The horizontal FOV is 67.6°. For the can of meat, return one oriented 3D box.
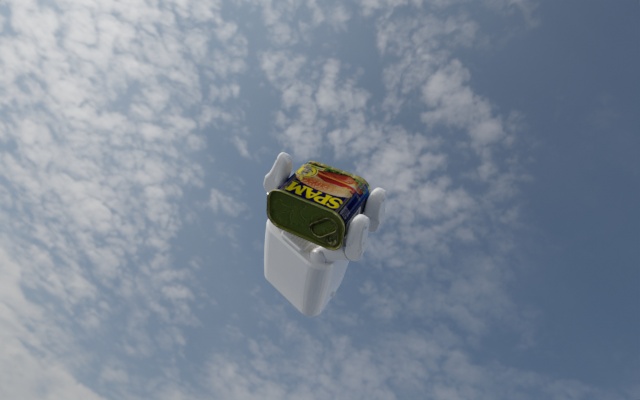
[{"bbox_3d":[0.000,0.002,0.578,0.102,0.057,0.084,22,41,19],"label":"can of meat"}]
